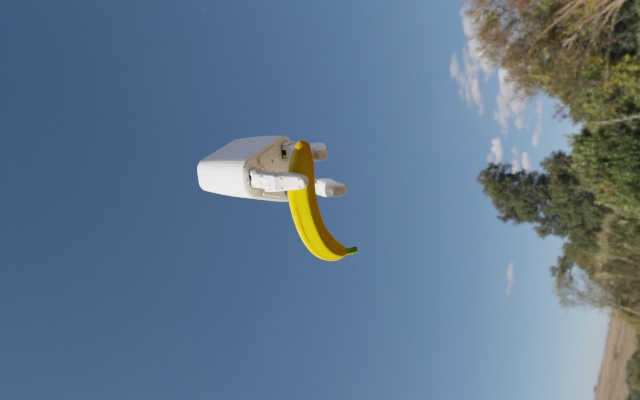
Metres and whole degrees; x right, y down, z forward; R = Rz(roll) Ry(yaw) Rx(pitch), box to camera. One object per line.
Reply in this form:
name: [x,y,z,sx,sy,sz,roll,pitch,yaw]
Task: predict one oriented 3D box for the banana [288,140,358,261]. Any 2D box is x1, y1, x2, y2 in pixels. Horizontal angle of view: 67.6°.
banana: [-0.009,0.016,0.657,0.037,0.198,0.069,4,40,41]
